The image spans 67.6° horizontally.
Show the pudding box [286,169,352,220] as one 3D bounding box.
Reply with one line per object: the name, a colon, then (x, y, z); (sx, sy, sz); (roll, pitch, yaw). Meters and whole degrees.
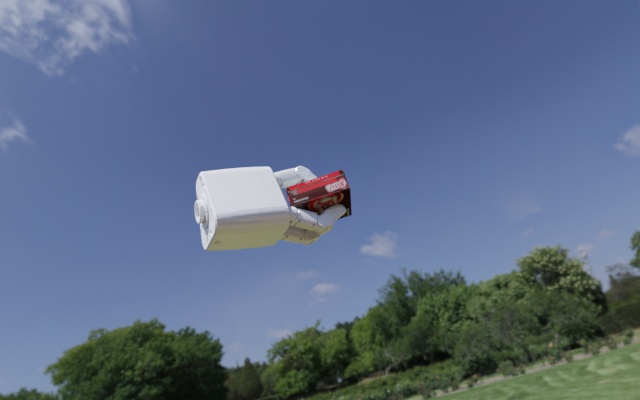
pudding box: (0.000, 0.002, 0.733); (0.090, 0.039, 0.113); (-17, -21, -2)
